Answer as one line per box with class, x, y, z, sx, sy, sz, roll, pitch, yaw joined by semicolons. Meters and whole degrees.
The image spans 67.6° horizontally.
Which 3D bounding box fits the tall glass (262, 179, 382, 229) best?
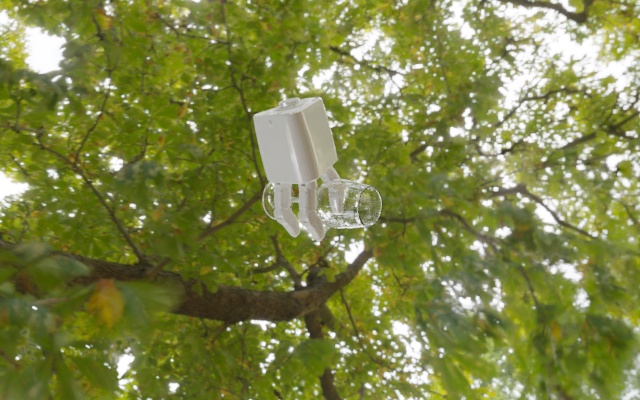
tall glass;0.000;0.003;0.773;0.201;0.079;0.079;5;3;41
